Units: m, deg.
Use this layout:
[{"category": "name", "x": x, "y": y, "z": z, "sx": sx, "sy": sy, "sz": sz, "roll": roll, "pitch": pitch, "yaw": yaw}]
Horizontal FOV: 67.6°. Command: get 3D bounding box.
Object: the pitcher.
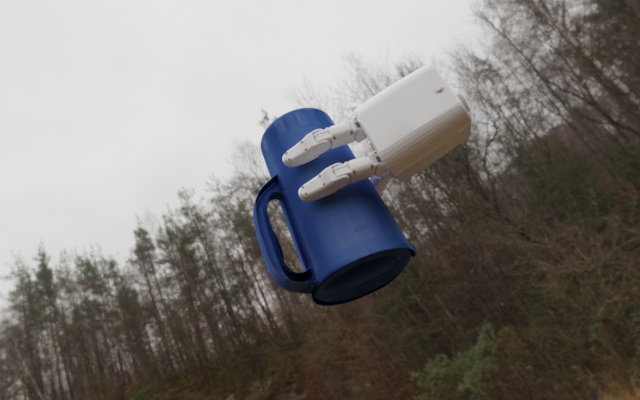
[{"category": "pitcher", "x": 0.000, "y": 0.002, "z": 0.606, "sx": 0.145, "sy": 0.242, "sz": 0.149, "roll": -34, "pitch": -29, "yaw": 14}]
